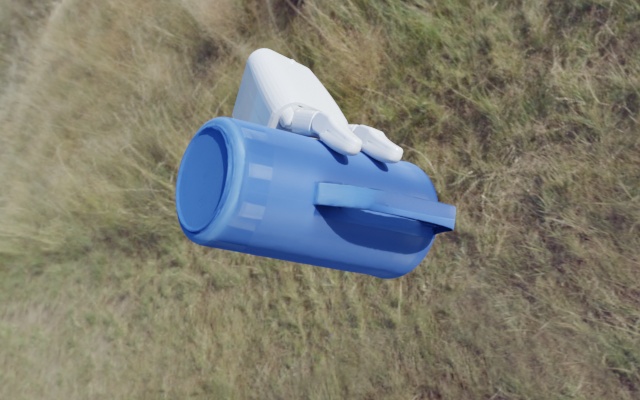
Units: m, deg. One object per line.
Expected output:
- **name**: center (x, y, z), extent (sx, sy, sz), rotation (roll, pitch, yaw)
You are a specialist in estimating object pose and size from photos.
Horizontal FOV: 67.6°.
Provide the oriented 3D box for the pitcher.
- **pitcher**: center (0.000, 0.001, 0.456), extent (0.243, 0.145, 0.149), rotation (12, -51, -40)
